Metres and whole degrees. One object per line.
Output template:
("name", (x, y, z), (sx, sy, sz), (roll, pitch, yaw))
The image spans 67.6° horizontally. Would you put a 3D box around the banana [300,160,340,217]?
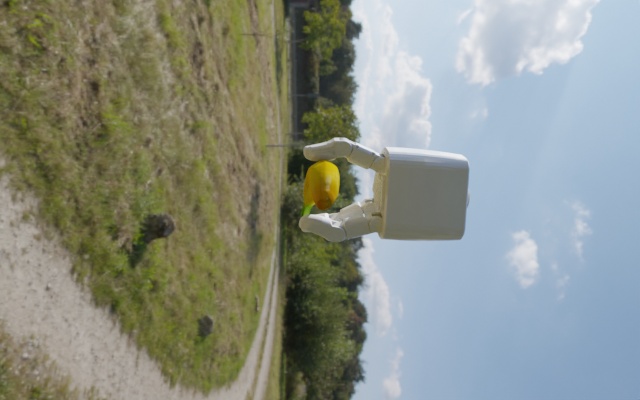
("banana", (0.001, -0.016, 0.587), (0.037, 0.069, 0.198), (5, -6, -5))
